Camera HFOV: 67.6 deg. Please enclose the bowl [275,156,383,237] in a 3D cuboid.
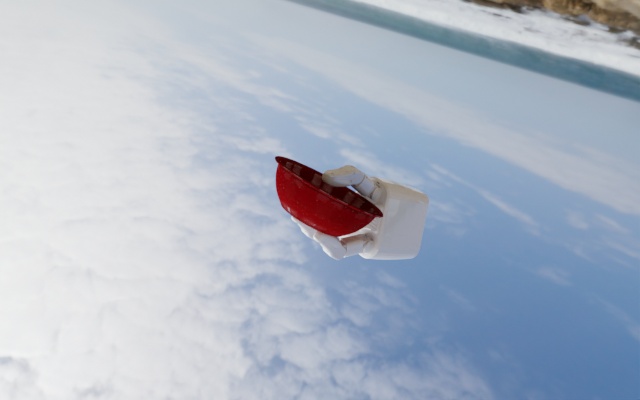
[{"bbox_3d":[-0.001,0.002,0.633,0.162,0.055,0.162,28,9,-5],"label":"bowl"}]
